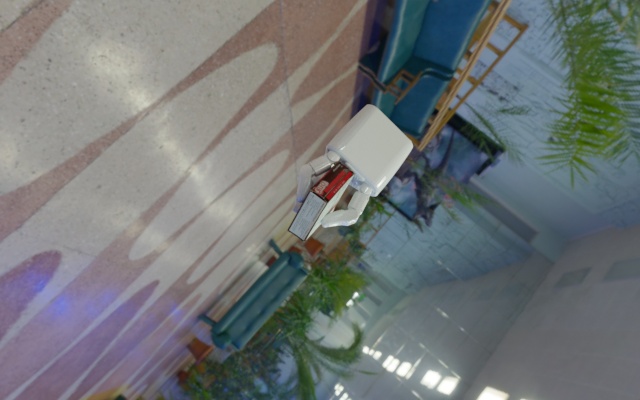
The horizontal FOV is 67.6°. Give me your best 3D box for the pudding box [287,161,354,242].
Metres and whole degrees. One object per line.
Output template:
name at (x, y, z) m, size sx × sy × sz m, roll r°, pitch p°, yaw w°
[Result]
pudding box at (0.000, 0.003, 0.760) m, size 0.039 × 0.114 × 0.090 m, roll 37°, pitch 46°, yaw 8°
